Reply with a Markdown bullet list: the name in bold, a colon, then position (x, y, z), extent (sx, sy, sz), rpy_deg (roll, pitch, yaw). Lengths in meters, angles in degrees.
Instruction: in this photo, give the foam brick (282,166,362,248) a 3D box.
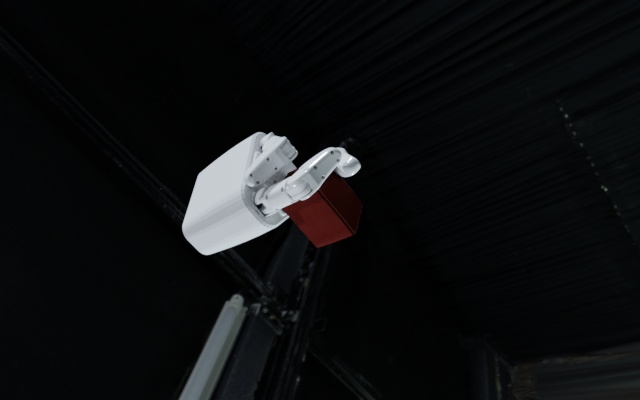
- **foam brick**: position (0.000, 0.002, 0.511), extent (0.051, 0.078, 0.053), rpy_deg (-26, 24, 31)
